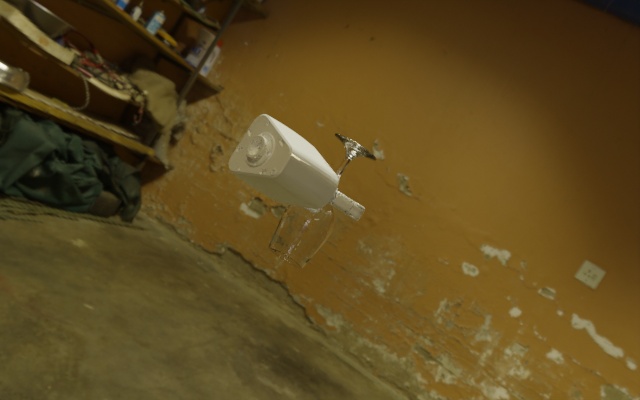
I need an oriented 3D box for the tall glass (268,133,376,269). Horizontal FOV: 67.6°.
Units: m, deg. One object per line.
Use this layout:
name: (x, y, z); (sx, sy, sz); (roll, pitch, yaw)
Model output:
tall glass: (0.001, 0.002, 0.723); (0.079, 0.201, 0.079); (32, 0, 0)
